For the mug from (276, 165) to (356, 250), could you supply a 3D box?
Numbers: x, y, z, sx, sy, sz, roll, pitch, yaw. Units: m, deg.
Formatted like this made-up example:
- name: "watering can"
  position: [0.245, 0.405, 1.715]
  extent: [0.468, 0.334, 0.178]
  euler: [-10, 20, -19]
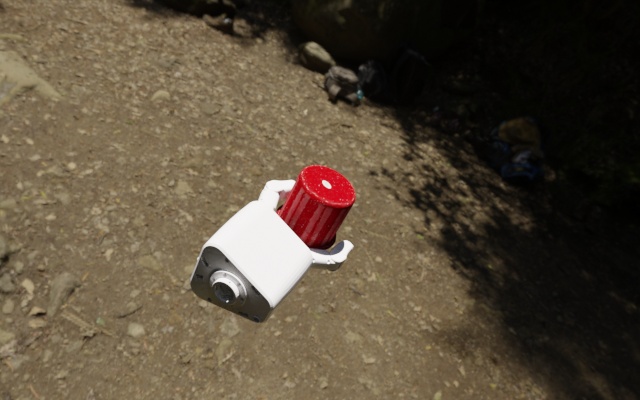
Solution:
- name: "mug"
  position: [0.001, 0.001, 0.654]
  extent: [0.093, 0.081, 0.117]
  euler: [34, 35, 7]
